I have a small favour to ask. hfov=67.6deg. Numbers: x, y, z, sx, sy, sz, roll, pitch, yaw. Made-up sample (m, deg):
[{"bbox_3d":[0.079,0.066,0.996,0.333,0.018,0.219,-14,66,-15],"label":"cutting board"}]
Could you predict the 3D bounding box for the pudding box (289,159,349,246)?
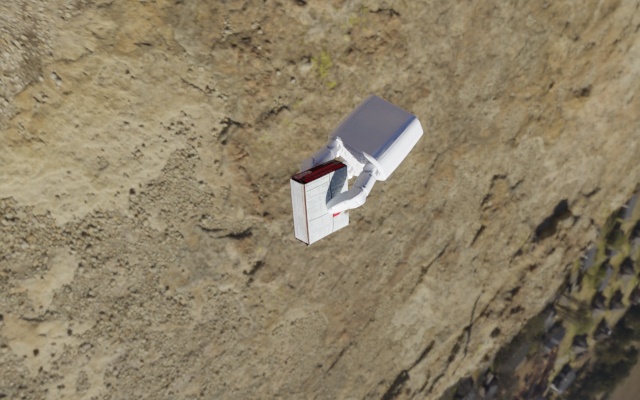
[{"bbox_3d":[0.000,0.002,0.741,0.090,0.113,0.039,-25,34,-33],"label":"pudding box"}]
